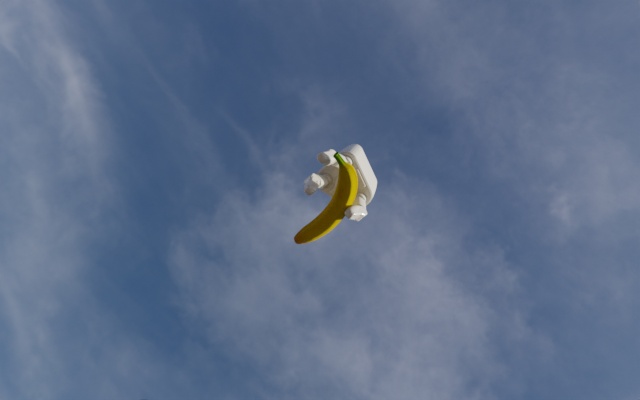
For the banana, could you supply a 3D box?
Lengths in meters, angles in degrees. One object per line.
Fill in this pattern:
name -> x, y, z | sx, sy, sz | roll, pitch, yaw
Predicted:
banana -> 0.018, 0.008, 0.865 | 0.069, 0.198, 0.037 | 25, 23, -1
